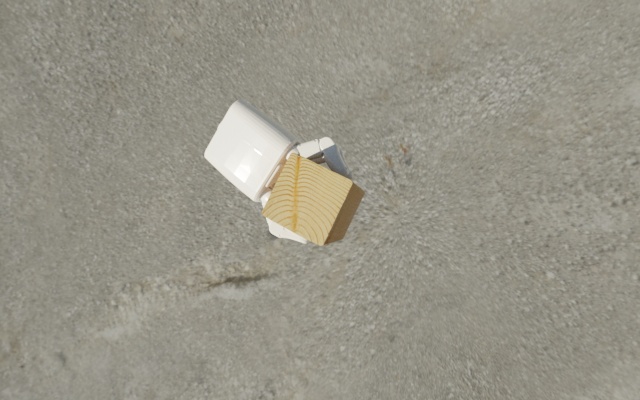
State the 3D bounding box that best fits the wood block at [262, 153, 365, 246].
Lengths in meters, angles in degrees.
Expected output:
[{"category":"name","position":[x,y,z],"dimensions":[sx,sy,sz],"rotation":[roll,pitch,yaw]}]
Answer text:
[{"category":"wood block","position":[0.000,0.002,0.688],"dimensions":[0.090,0.091,0.206],"rotation":[27,2,10]}]
